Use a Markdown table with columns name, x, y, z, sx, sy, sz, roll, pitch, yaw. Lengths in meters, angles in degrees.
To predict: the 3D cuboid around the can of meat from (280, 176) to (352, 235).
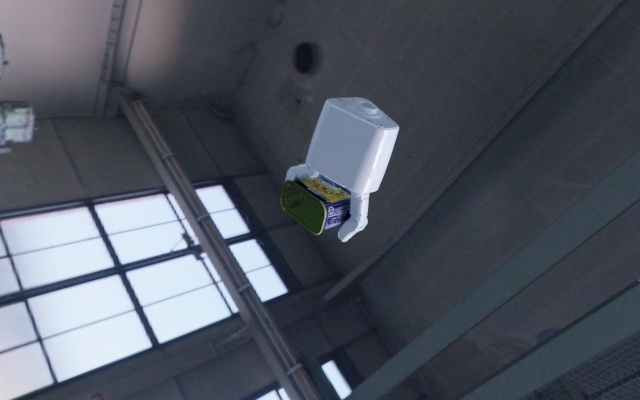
| name | x | y | z | sx | sy | sz | roll | pitch | yaw |
| --- | --- | --- | --- | --- | --- | --- | --- | --- | --- |
| can of meat | 0.000 | 0.003 | 0.760 | 0.084 | 0.057 | 0.102 | -14 | 39 | -42 |
